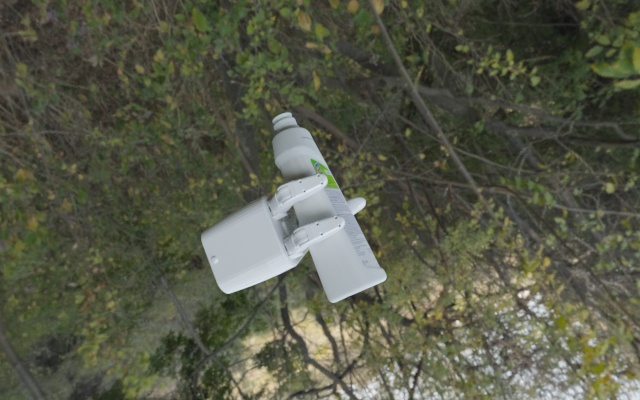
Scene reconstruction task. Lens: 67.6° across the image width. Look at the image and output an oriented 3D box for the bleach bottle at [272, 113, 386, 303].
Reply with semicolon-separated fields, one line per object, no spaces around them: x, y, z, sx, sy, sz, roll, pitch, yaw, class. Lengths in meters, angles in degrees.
0.000;0.002;0.625;0.068;0.250;0.102;-27;-12;17;bleach bottle
